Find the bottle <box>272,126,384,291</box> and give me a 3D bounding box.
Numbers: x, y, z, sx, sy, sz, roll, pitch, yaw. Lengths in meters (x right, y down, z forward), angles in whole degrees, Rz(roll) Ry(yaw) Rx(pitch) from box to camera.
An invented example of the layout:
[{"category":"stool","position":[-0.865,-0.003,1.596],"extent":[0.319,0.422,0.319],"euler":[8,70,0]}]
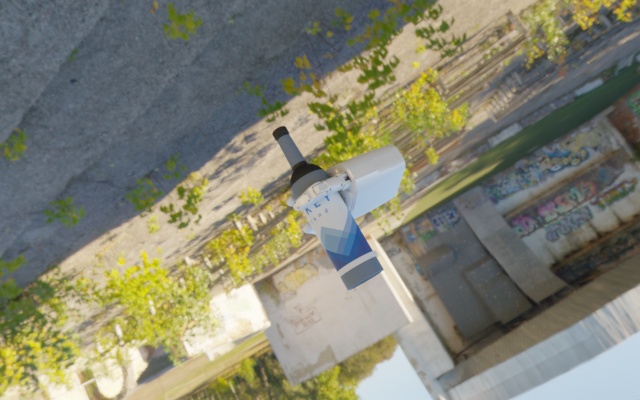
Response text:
[{"category":"bottle","position":[0.000,0.003,0.788],"extent":[0.069,0.295,0.069],"euler":[-28,-14,-8]}]
